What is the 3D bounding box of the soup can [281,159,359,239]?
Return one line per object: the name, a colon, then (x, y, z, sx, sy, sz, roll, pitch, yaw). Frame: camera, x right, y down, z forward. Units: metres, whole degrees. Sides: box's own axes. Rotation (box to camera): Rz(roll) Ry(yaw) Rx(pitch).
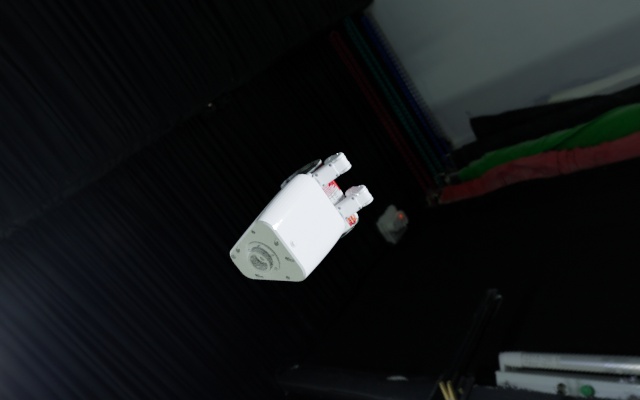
soup can: (0.000, 0.002, 0.679, 0.068, 0.102, 0.068, -33, 13, 9)
